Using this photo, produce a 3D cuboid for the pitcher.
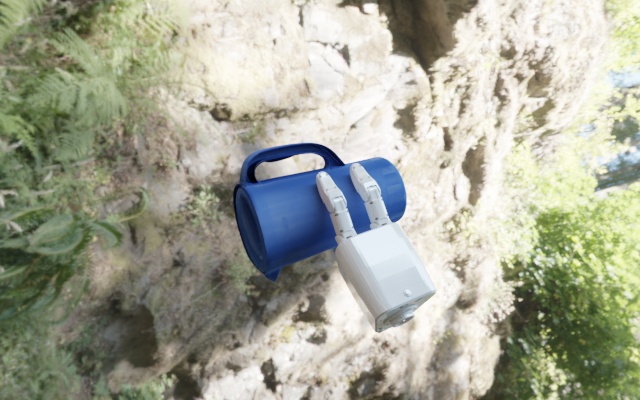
[{"bbox_3d":[0.000,0.002,0.704,0.243,0.145,0.149,-17,-31,-22],"label":"pitcher"}]
